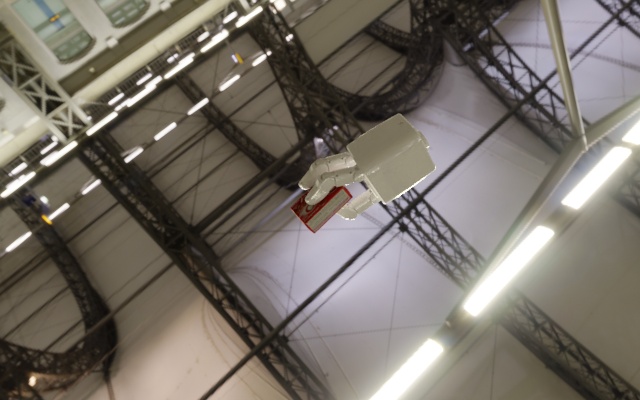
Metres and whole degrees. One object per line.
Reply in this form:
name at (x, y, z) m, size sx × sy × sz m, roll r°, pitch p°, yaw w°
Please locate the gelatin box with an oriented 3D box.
gelatin box at (0.000, 0.003, 0.787) m, size 0.030 × 0.089 × 0.073 m, roll 46°, pitch -2°, yaw -31°
